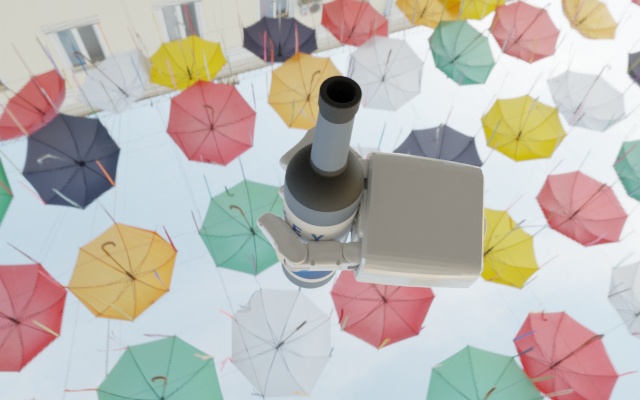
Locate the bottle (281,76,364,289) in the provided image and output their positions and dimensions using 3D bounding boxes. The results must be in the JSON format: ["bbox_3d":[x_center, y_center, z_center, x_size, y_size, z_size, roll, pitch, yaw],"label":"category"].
[{"bbox_3d":[0.000,0.002,0.428,0.069,0.069,0.296,0,-28,-6],"label":"bottle"}]
